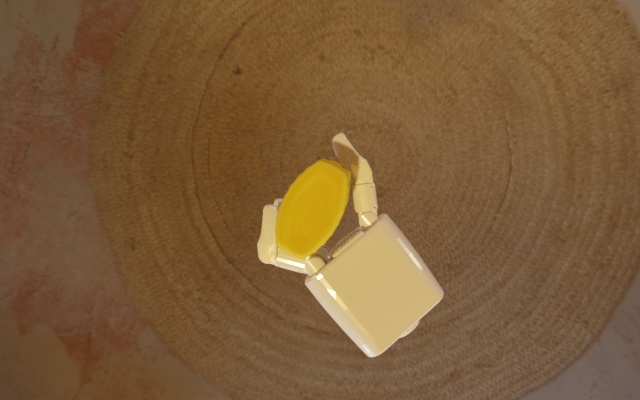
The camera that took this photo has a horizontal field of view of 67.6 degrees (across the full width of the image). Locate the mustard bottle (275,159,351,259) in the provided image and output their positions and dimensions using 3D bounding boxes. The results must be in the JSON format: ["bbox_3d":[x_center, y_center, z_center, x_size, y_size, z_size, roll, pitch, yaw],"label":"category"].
[{"bbox_3d":[0.000,0.002,0.536,0.058,0.096,0.191,26,7,3],"label":"mustard bottle"}]
